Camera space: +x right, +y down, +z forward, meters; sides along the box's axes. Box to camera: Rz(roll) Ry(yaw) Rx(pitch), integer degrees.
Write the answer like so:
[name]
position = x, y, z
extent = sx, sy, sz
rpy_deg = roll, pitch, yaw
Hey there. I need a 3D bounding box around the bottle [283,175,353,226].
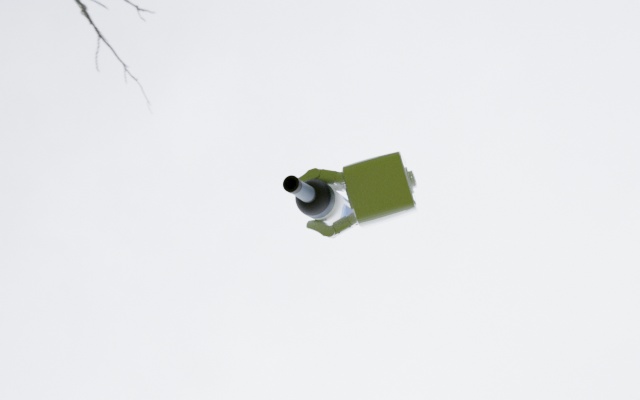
[bottle]
position = 0.000, 0.003, 0.863
extent = 0.069, 0.069, 0.296
rpy_deg = 0, -11, 18
